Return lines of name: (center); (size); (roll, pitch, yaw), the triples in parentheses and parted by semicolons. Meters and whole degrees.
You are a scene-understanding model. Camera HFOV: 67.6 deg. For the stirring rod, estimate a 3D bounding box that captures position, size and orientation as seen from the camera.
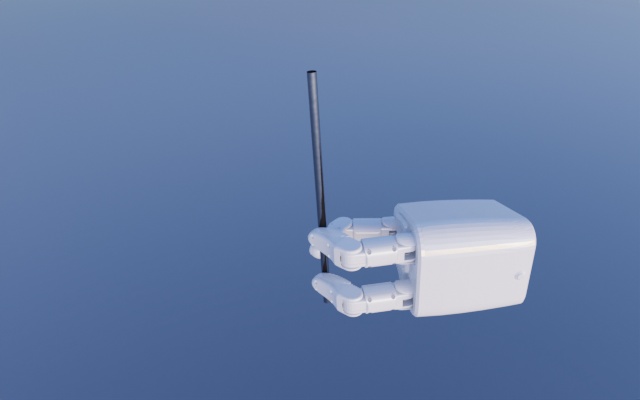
stirring rod: (0.000, 0.002, 0.439); (0.011, 0.240, 0.011); (-3, 30, 2)
